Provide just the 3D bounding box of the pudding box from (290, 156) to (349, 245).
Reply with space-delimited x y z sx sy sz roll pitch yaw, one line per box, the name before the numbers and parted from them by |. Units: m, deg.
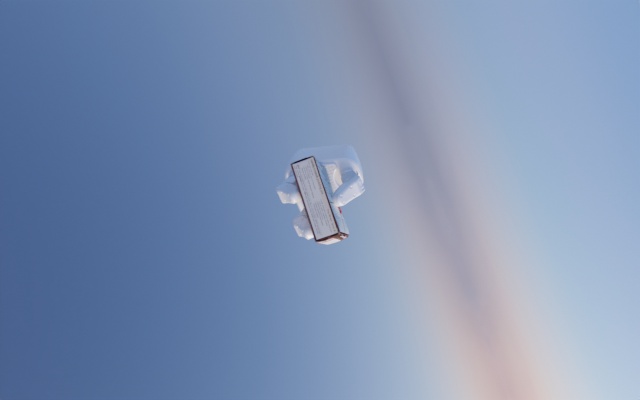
pudding box | 0.000 0.002 0.657 0.039 0.113 0.090 -22 -10 8
